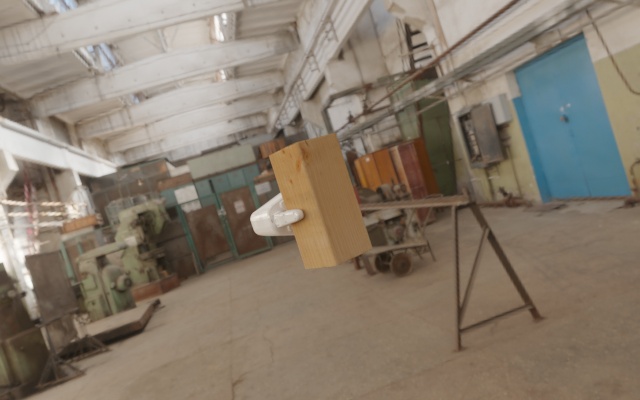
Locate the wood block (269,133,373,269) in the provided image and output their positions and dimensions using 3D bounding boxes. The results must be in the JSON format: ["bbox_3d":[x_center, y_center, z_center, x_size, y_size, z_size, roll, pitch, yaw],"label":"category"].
[{"bbox_3d":[0.000,0.003,0.810,0.091,0.206,0.090,-20,3,-38],"label":"wood block"}]
